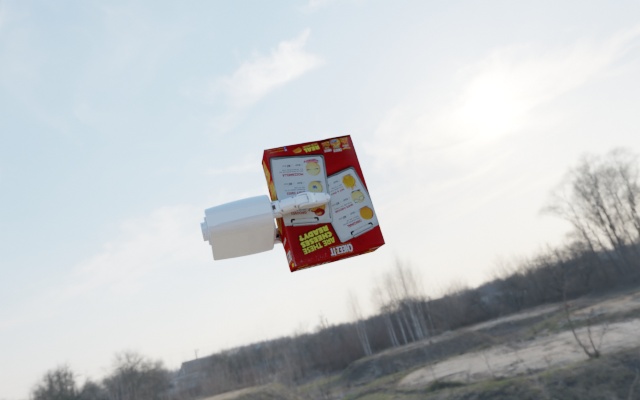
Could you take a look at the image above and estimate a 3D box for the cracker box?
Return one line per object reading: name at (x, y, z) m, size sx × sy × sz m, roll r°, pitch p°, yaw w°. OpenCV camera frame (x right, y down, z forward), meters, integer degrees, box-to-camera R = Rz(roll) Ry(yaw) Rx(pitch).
cracker box at (0.000, 0.003, 0.843) m, size 0.164 × 0.213 × 0.072 m, roll -12°, pitch -16°, yaw -15°
